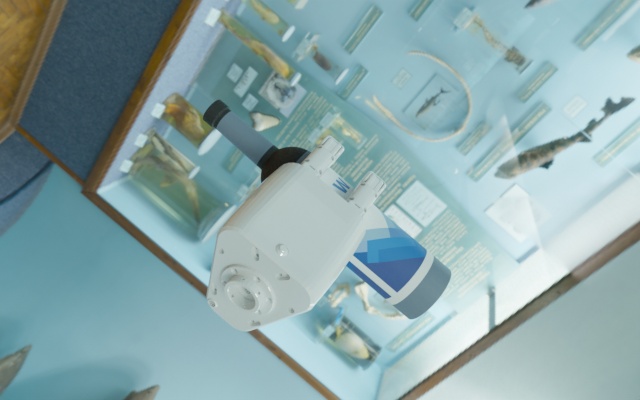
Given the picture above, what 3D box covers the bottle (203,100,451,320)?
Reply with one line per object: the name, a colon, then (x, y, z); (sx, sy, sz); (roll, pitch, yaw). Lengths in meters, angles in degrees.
bottle: (0.000, 0.002, 0.492); (0.296, 0.069, 0.069); (40, 0, 0)
